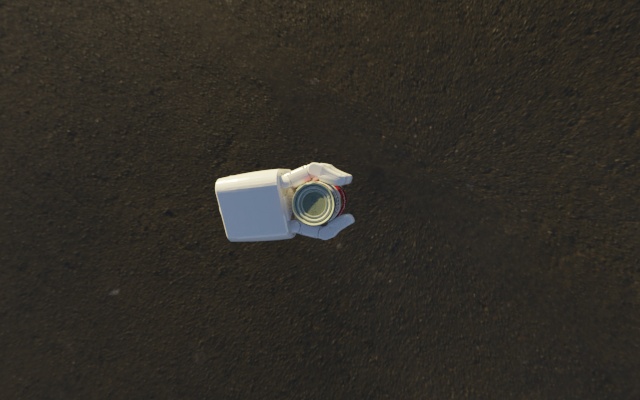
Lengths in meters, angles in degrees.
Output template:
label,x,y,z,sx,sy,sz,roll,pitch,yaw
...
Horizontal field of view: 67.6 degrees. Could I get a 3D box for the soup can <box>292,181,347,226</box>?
label,x,y,z,sx,sy,sz,roll,pitch,yaw
soup can,0.001,0.003,0.746,0.068,0.068,0.102,0,3,12
